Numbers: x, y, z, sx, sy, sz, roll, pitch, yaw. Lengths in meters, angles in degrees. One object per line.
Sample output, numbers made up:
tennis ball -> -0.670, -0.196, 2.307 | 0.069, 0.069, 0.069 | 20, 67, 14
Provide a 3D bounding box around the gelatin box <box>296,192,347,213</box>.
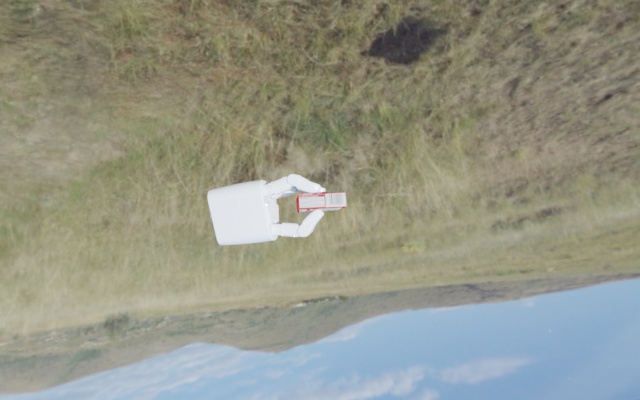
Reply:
gelatin box -> 0.001, 0.003, 0.871 | 0.089, 0.030, 0.073 | -3, -5, -3
